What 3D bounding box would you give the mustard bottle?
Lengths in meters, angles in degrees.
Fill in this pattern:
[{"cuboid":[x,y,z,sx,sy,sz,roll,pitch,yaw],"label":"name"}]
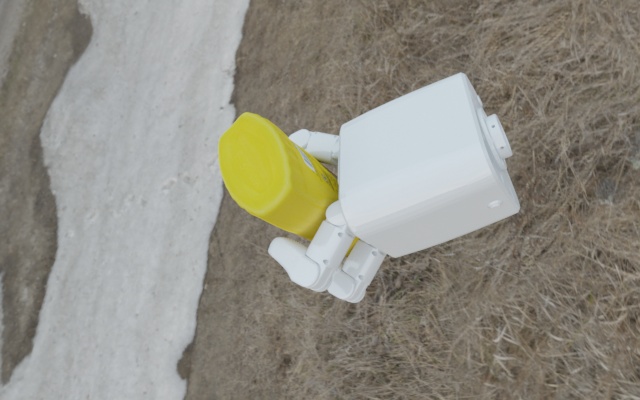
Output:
[{"cuboid":[0.000,0.001,0.417,0.192,0.058,0.096,31,19,-51],"label":"mustard bottle"}]
